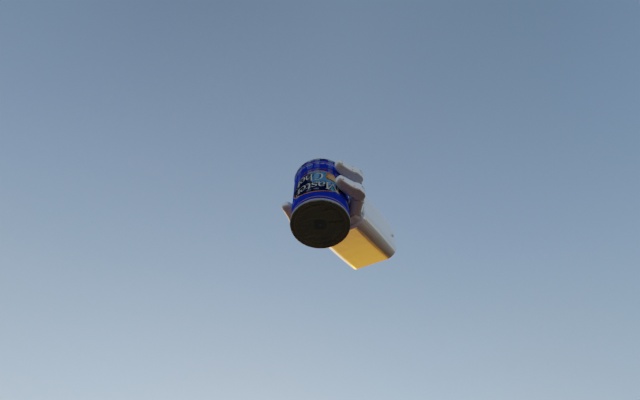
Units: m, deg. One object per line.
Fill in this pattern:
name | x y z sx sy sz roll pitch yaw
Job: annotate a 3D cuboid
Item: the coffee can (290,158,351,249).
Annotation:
coffee can | 0.000 0.003 0.857 0.103 0.103 0.140 0 34 1
